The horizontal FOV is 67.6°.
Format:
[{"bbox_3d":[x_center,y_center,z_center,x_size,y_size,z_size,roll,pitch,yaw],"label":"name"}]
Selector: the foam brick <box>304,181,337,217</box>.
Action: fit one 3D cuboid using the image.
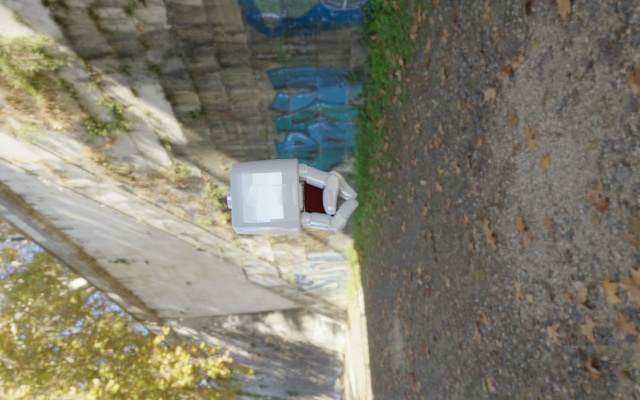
[{"bbox_3d":[0.000,0.003,0.783,0.051,0.053,0.078,-3,-17,0],"label":"foam brick"}]
